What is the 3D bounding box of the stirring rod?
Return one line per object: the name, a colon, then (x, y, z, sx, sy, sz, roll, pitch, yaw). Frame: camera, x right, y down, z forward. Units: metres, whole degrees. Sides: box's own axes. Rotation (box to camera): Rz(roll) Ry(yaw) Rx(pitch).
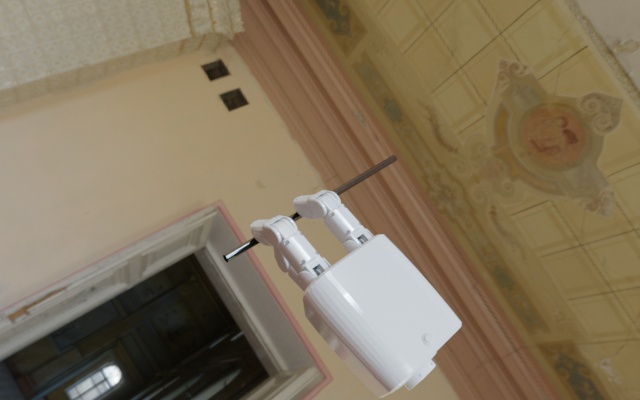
stirring rod: (0.000, 0.002, 0.505, 0.239, 0.011, 0.011, -31, 17, -32)
